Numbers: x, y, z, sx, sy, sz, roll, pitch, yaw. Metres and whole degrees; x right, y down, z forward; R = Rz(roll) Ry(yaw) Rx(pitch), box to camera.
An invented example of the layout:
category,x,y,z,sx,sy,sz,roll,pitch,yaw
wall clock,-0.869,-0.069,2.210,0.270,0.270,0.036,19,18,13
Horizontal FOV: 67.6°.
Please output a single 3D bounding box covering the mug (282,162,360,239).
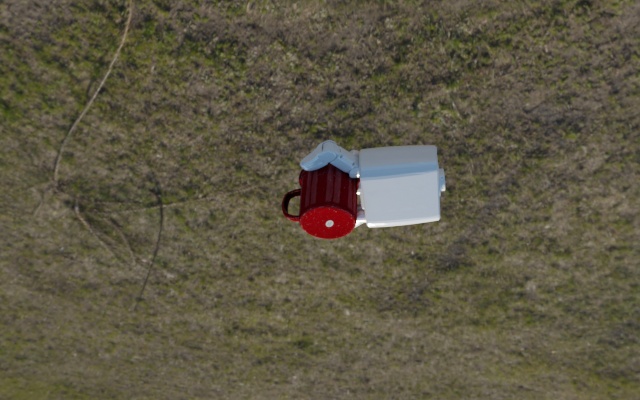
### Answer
category,x,y,z,sx,sy,sz,roll,pitch,yaw
mug,-0.001,0.003,0.687,0.117,0.081,0.093,-6,-40,11
